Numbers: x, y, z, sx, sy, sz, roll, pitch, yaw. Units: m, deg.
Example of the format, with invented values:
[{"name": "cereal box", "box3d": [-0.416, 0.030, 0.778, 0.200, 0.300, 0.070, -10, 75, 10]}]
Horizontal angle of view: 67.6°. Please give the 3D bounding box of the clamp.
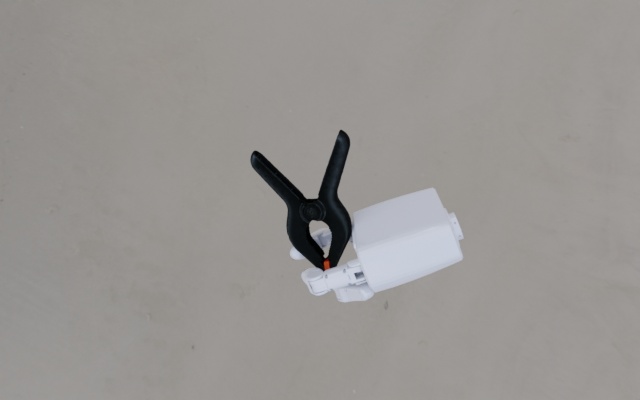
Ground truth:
[{"name": "clamp", "box3d": [0.000, 0.002, 0.565, 0.120, 0.171, 0.039, -19, 12, 21]}]
